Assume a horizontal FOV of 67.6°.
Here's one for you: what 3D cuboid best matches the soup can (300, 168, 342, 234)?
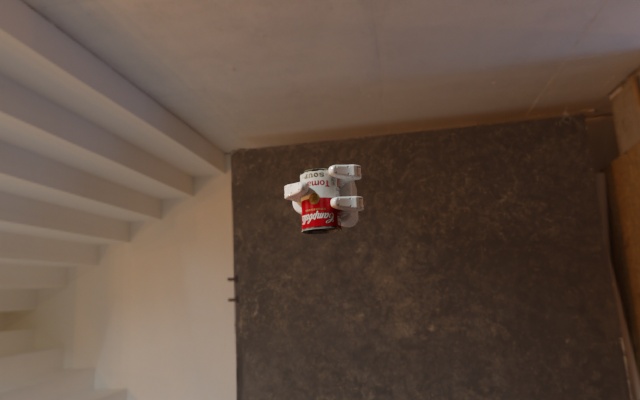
[{"bbox_3d":[0.000,0.002,0.816,0.068,0.102,0.068,-2,-11,0],"label":"soup can"}]
